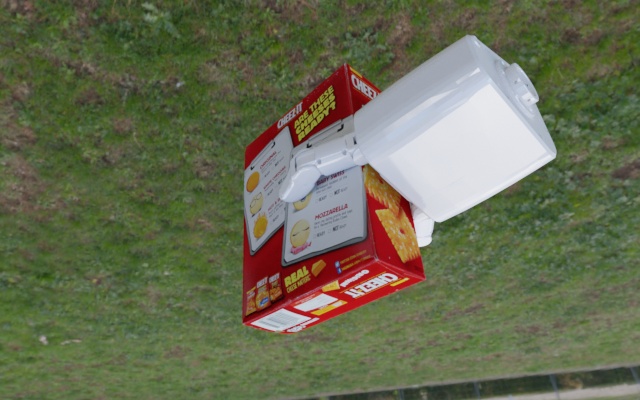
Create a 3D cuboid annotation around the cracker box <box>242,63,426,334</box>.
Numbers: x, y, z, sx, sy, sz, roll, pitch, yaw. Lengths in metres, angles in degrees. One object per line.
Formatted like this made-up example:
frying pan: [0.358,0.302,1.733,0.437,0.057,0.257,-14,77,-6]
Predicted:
cracker box: [0.000,0.002,0.463,0.072,0.213,0.164,26,-45,-37]
